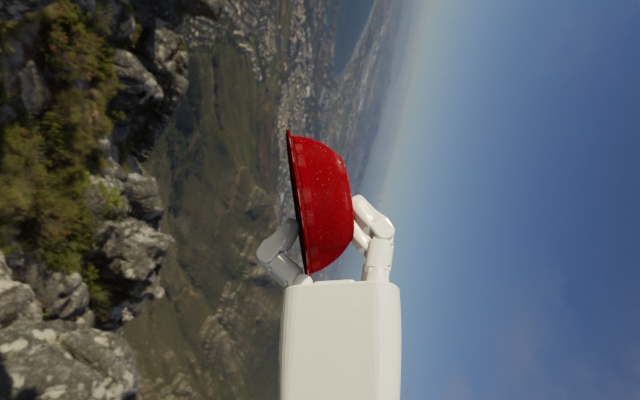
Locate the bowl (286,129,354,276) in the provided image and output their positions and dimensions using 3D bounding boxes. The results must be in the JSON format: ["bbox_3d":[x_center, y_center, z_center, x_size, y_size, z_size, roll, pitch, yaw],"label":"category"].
[{"bbox_3d":[0.000,0.000,0.509,0.055,0.162,0.162,-8,1,-5],"label":"bowl"}]
